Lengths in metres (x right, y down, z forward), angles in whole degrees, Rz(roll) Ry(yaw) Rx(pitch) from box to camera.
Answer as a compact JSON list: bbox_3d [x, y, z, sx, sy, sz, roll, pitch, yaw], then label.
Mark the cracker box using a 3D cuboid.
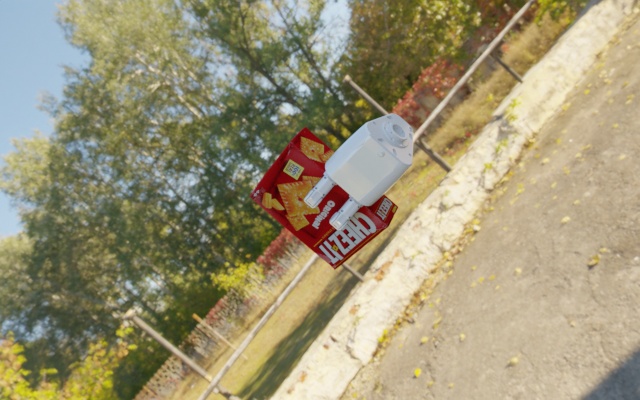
[{"bbox_3d":[0.000,0.003,0.843,0.164,0.214,0.072,-46,5,41],"label":"cracker box"}]
